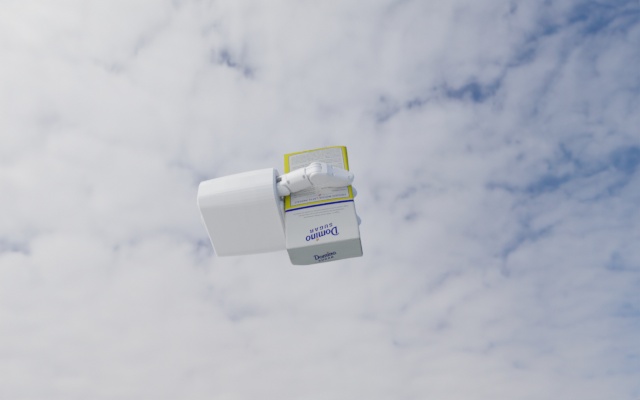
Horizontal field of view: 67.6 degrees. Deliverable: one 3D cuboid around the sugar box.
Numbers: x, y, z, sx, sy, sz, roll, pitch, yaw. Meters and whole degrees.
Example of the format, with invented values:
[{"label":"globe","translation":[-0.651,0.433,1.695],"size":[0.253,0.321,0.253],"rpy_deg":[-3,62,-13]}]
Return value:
[{"label":"sugar box","translation":[0.000,0.002,0.644],"size":[0.093,0.176,0.048],"rpy_deg":[-9,-41,4]}]
